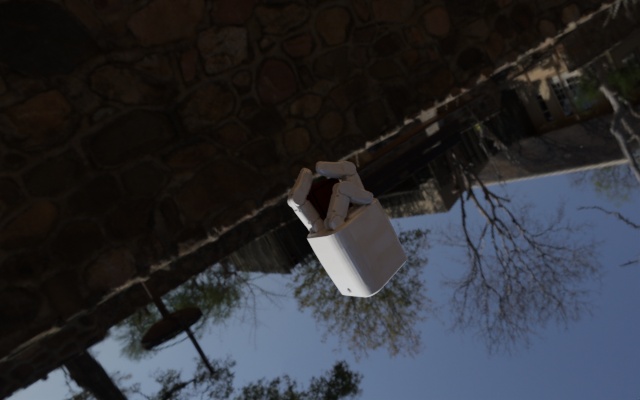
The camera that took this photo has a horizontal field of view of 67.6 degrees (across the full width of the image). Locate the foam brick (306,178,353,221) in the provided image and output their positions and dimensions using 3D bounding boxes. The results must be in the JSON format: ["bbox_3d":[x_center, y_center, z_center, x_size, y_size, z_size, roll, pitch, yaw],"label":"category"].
[{"bbox_3d":[0.000,0.002,0.729,0.053,0.051,0.078,-34,8,-26],"label":"foam brick"}]
